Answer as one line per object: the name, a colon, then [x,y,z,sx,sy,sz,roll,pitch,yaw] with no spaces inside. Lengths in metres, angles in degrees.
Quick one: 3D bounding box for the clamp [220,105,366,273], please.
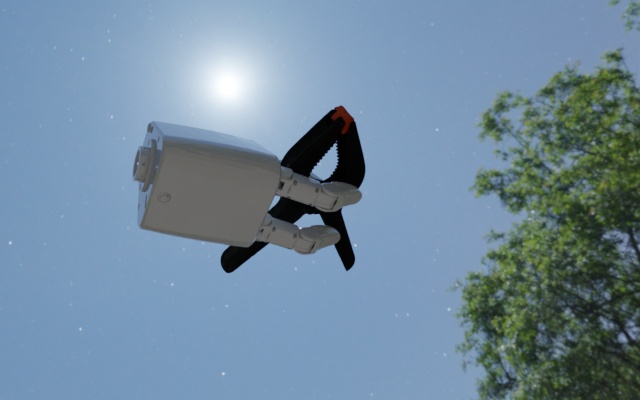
clamp: [0.000,0.001,0.514,0.164,0.210,0.036,9,31,-32]
